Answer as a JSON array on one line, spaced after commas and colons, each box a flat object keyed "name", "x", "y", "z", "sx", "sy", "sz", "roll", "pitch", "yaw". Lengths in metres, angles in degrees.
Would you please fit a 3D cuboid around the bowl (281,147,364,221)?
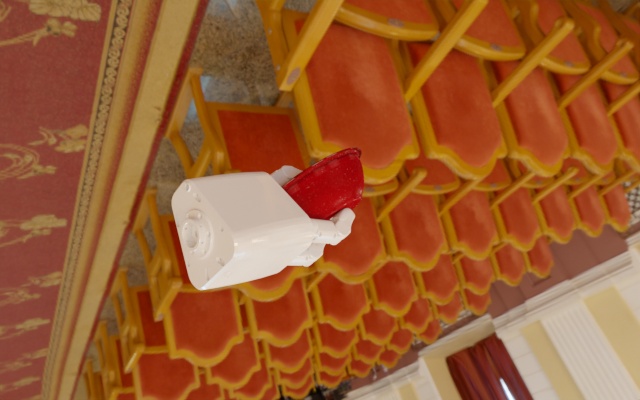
[{"name": "bowl", "x": 0.001, "y": 0.002, "z": 0.614, "sx": 0.162, "sy": 0.055, "sz": 0.162, "roll": -33, "pitch": -10, "yaw": -7}]
